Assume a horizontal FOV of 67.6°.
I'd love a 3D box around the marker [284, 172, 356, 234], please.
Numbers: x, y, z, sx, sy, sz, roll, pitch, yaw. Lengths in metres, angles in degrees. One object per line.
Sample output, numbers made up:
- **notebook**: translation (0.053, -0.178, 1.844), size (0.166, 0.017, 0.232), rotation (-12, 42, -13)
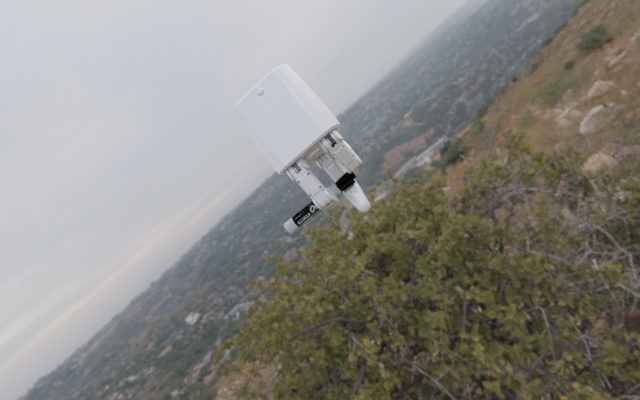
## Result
- **marker**: translation (0.000, 0.002, 0.658), size (0.121, 0.020, 0.020), rotation (-40, -8, 10)
